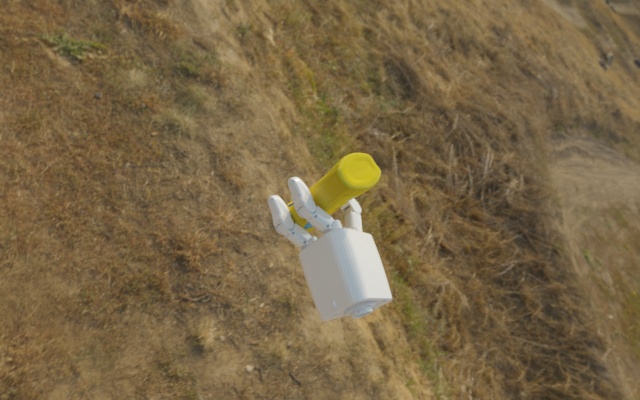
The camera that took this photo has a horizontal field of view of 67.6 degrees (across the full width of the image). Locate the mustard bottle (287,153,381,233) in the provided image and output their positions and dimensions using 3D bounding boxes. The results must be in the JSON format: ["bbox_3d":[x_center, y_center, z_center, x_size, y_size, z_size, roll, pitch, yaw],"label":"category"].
[{"bbox_3d":[0.000,0.002,0.729,0.192,0.058,0.096,-38,-5,39],"label":"mustard bottle"}]
